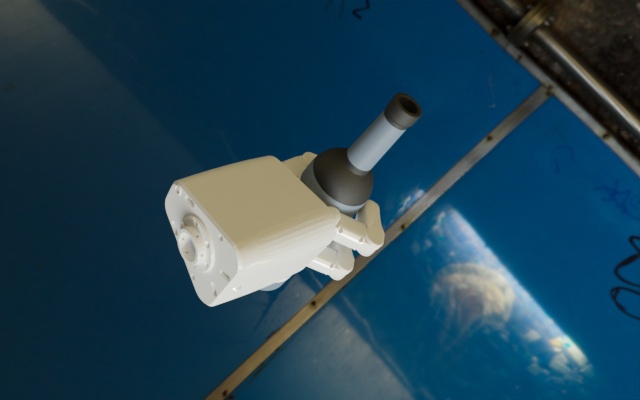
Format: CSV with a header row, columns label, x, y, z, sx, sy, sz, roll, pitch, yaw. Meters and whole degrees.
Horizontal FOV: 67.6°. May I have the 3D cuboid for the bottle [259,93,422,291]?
label,x,y,z,sx,sy,sz,roll,pitch,yaw
bottle,0.000,0.002,0.488,0.069,0.069,0.296,0,-33,-35
